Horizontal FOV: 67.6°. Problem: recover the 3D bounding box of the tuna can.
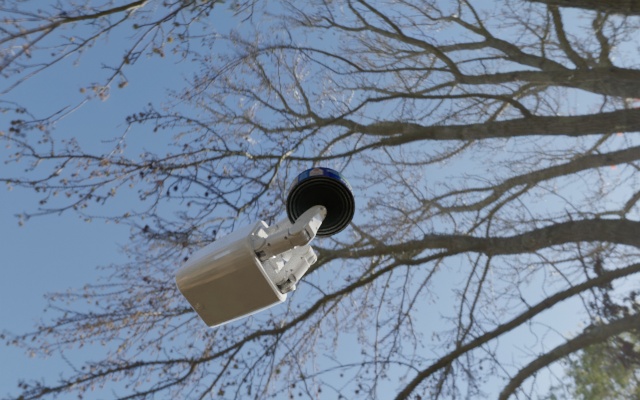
[{"bbox_3d":[0.000,0.002,0.601,0.086,0.086,0.033,0,27,0],"label":"tuna can"}]
